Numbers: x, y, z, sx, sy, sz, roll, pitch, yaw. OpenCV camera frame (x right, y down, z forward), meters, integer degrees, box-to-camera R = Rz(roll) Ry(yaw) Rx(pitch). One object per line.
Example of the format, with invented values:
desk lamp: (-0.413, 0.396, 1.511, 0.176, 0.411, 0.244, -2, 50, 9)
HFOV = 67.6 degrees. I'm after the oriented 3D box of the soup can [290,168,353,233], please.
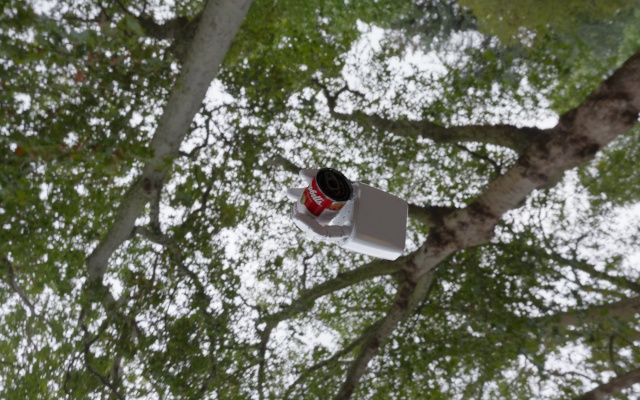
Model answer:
soup can: (0.000, 0.003, 0.793, 0.068, 0.068, 0.102, 0, -34, -33)
